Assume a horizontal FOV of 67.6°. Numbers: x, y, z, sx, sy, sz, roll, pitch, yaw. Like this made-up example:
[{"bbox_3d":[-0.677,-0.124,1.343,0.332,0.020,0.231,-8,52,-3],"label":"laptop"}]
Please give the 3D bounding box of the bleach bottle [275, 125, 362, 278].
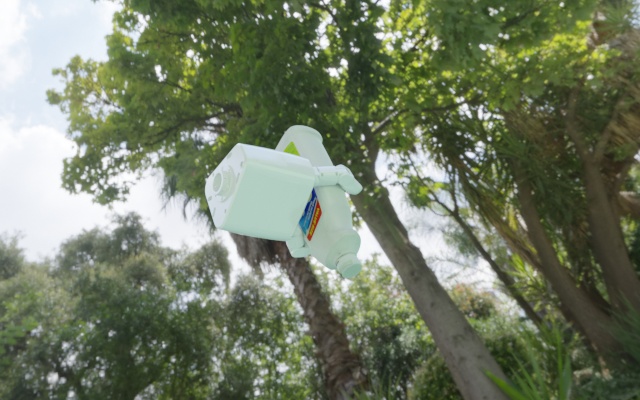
[{"bbox_3d":[0.000,0.002,0.698,0.068,0.103,0.250,11,36,-37],"label":"bleach bottle"}]
